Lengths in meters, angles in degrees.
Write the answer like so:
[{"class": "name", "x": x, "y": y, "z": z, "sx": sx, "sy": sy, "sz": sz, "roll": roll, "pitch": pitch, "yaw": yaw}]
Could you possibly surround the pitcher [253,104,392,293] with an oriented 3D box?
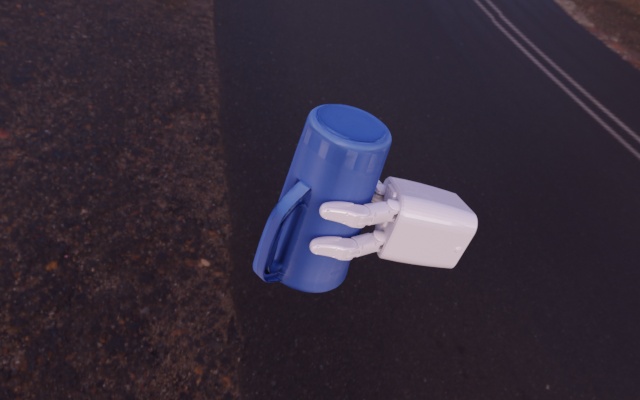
[{"class": "pitcher", "x": 0.000, "y": 0.002, "z": 0.640, "sx": 0.145, "sy": 0.243, "sz": 0.149, "roll": 11, "pitch": 35, "yaw": -10}]
